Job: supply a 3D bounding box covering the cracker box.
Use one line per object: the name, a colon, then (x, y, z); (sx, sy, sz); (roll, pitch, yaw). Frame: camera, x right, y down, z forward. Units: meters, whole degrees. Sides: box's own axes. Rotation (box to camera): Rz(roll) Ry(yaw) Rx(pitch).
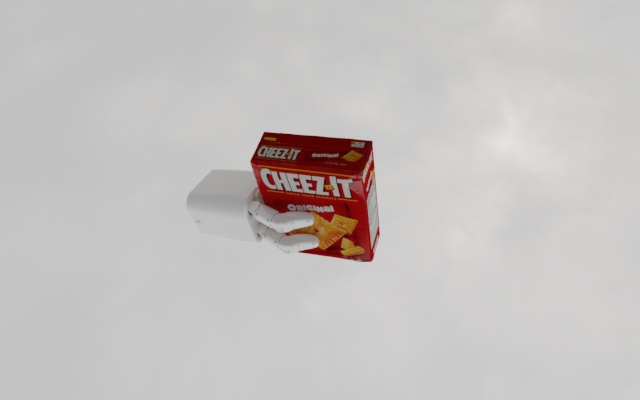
cracker box: (0.000, 0.002, 0.729); (0.164, 0.072, 0.214); (7, -39, 16)
